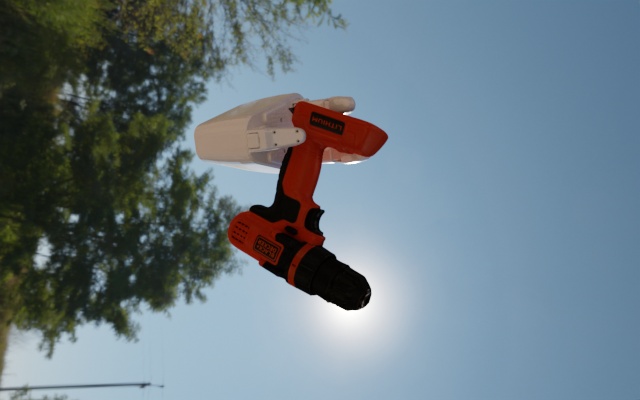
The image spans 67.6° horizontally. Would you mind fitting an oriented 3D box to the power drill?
[{"bbox_3d":[0.000,0.001,0.505,0.184,0.187,0.057,25,4,28],"label":"power drill"}]
